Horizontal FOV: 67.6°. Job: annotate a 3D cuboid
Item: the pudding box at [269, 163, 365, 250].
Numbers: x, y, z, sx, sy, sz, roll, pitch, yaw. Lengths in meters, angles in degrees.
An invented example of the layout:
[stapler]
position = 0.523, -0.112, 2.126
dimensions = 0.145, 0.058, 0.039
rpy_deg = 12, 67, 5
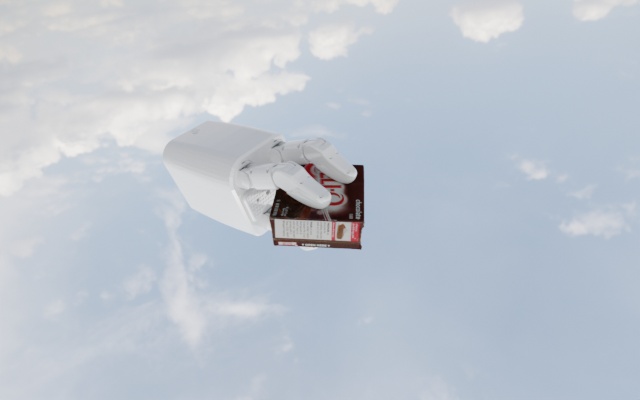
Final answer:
[pudding box]
position = 0.000, 0.002, 0.492
dimensions = 0.090, 0.039, 0.113
rpy_deg = 2, 35, 3
